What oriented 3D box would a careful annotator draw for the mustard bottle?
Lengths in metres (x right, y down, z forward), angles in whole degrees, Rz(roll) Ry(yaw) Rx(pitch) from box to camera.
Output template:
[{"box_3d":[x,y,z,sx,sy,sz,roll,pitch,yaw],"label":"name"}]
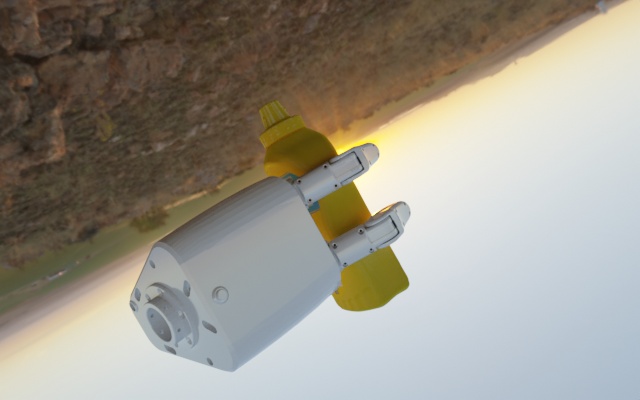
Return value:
[{"box_3d":[0.000,0.001,0.417,0.058,0.191,0.096,-30,4,-20],"label":"mustard bottle"}]
